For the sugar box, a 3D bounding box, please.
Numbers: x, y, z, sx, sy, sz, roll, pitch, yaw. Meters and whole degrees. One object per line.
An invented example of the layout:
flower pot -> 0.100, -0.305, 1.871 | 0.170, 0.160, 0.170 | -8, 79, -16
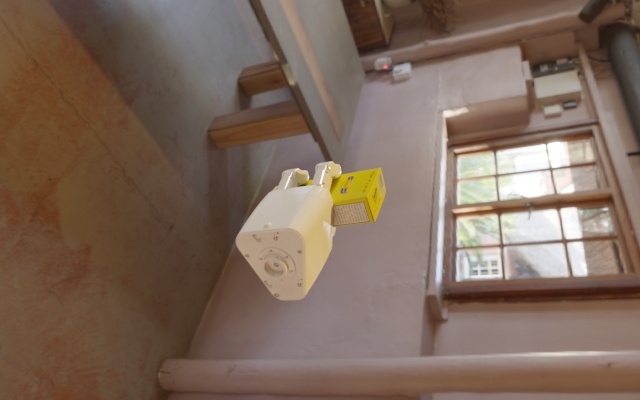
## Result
sugar box -> 0.000, 0.002, 0.691 | 0.176, 0.048, 0.093 | -7, 26, 23
